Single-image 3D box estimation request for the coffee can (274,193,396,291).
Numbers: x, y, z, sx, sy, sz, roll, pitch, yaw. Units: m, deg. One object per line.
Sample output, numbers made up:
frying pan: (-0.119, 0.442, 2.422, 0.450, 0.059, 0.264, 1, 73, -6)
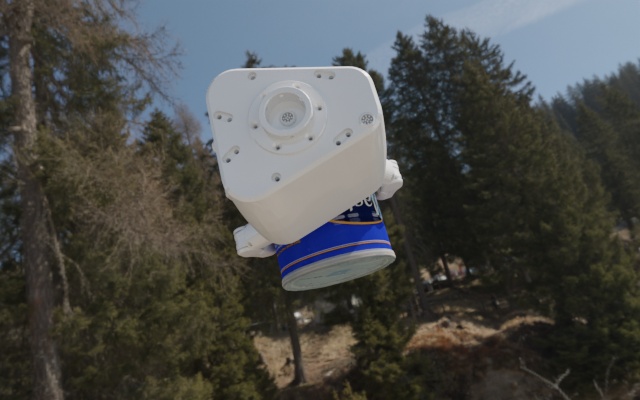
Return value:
coffee can: (0.000, 0.002, 0.442, 0.103, 0.140, 0.103, -13, -18, -4)
